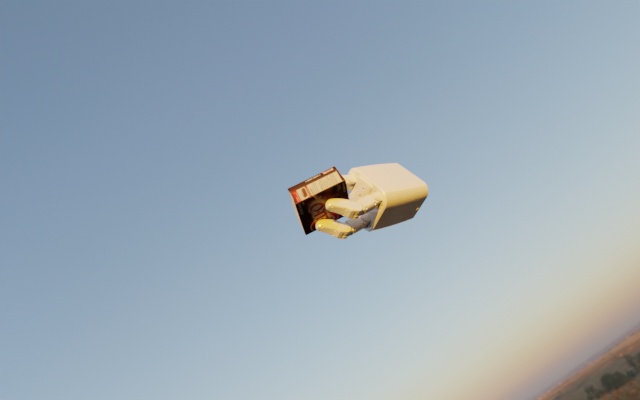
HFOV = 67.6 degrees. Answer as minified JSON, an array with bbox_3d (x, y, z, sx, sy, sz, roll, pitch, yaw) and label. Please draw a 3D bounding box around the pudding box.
[{"bbox_3d":[0.000,0.002,0.797,0.090,0.039,0.114,-27,-33,-7],"label":"pudding box"}]
